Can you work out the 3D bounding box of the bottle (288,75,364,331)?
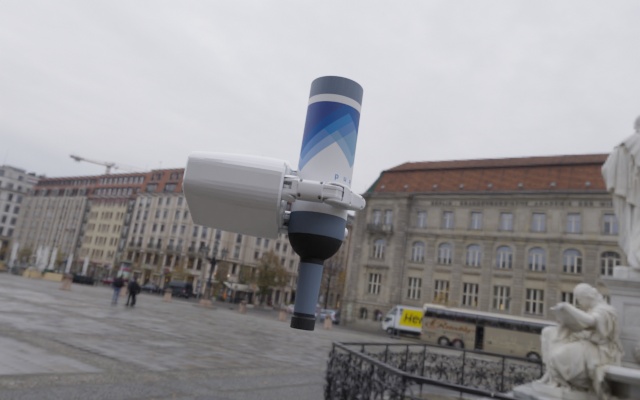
[{"bbox_3d":[0.000,0.002,0.565,0.069,0.295,0.069,8,-12,2],"label":"bottle"}]
